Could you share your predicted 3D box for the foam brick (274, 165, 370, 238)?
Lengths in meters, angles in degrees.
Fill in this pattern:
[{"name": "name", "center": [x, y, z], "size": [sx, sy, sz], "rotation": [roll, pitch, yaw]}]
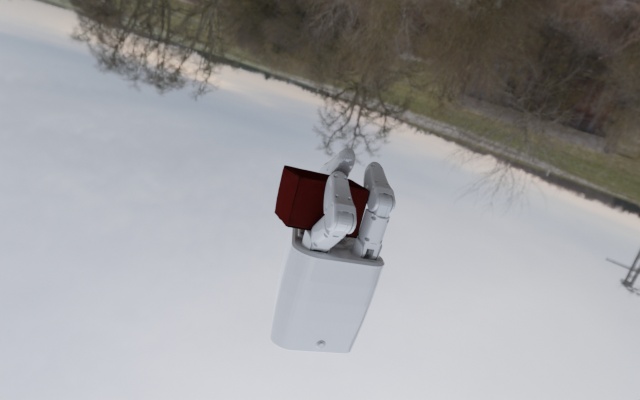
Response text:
[{"name": "foam brick", "center": [0.000, 0.001, 0.477], "size": [0.078, 0.051, 0.053], "rotation": [11, 12, -22]}]
